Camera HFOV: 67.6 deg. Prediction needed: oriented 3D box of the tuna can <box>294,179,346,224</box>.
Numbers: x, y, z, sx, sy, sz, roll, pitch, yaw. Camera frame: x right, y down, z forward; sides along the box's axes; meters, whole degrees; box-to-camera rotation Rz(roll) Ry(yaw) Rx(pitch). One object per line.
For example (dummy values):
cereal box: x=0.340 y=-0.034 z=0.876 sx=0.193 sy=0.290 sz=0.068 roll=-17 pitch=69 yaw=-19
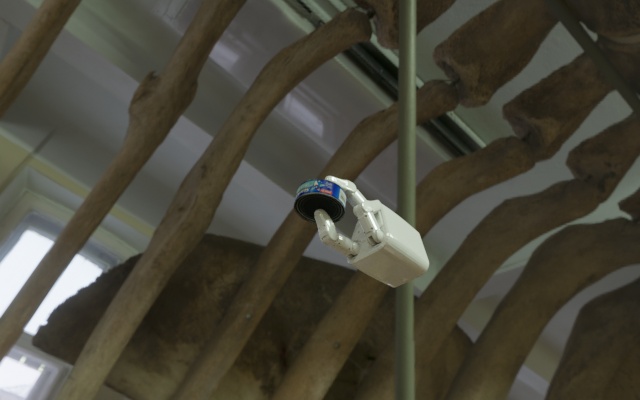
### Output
tuna can: x=0.000 y=0.002 z=0.798 sx=0.086 sy=0.033 sz=0.086 roll=6 pitch=-37 yaw=5
